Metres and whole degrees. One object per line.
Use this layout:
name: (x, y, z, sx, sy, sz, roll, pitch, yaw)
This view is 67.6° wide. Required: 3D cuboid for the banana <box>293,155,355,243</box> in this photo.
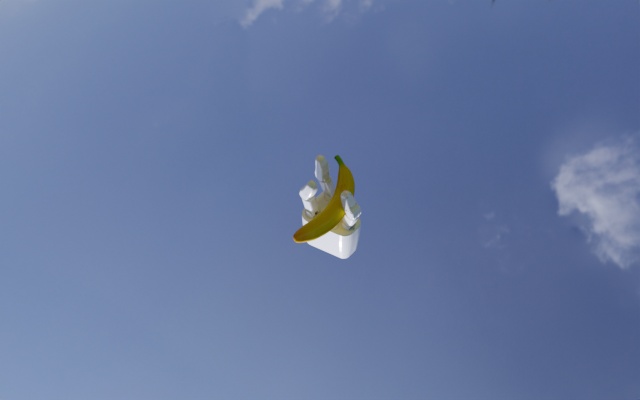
banana: (0.018, 0.009, 0.889, 0.069, 0.197, 0.037, 27, -28, 1)
